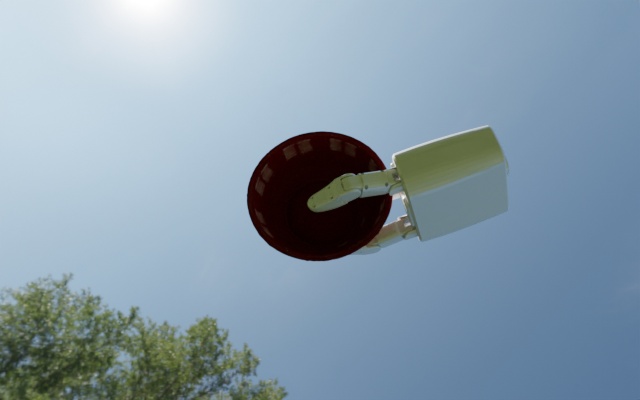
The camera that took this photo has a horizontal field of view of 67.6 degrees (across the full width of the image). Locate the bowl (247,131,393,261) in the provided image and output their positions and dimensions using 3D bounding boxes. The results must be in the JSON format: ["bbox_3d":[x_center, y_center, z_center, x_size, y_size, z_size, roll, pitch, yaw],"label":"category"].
[{"bbox_3d":[-0.001,0.002,0.548,0.162,0.162,0.055,0,-27,4],"label":"bowl"}]
